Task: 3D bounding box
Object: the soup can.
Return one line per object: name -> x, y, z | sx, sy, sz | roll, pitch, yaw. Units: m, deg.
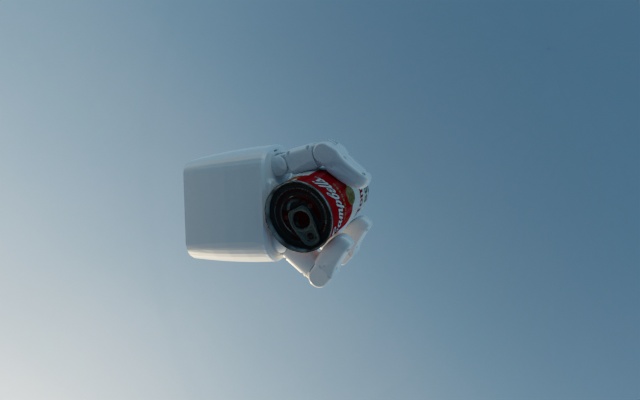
soup can -> 0.001, 0.001, 0.468 | 0.068, 0.068, 0.102 | 0, 16, 25
